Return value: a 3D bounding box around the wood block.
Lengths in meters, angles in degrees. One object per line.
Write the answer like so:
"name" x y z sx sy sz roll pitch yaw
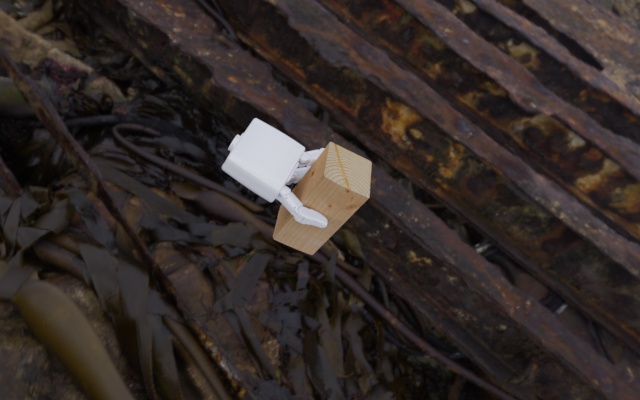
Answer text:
"wood block" 0.000 0.003 0.882 0.090 0.090 0.206 25 -43 -16
